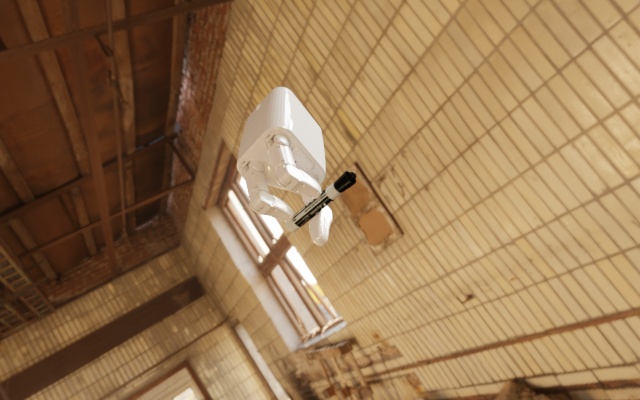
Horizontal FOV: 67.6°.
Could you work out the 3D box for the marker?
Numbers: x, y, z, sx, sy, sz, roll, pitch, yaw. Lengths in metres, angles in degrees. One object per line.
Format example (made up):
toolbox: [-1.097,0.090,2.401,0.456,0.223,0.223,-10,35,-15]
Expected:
marker: [0.000,0.002,0.598,0.121,0.020,0.020,-40,-23,31]
